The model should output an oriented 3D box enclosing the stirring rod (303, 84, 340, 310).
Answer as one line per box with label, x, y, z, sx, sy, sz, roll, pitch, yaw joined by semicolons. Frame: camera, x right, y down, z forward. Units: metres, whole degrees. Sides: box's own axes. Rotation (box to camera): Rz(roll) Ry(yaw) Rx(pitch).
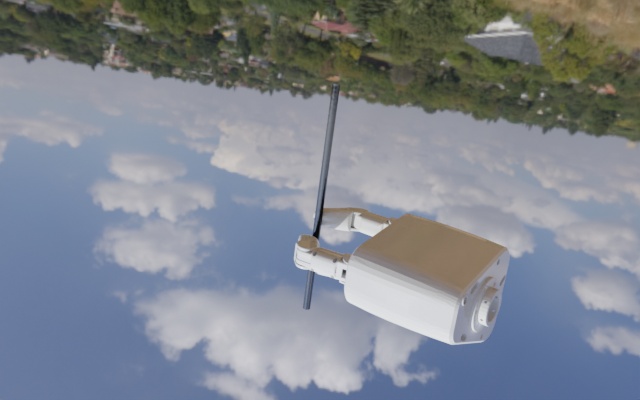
stirring rod;0.000;0.002;0.497;0.011;0.239;0.011;7;13;-2
